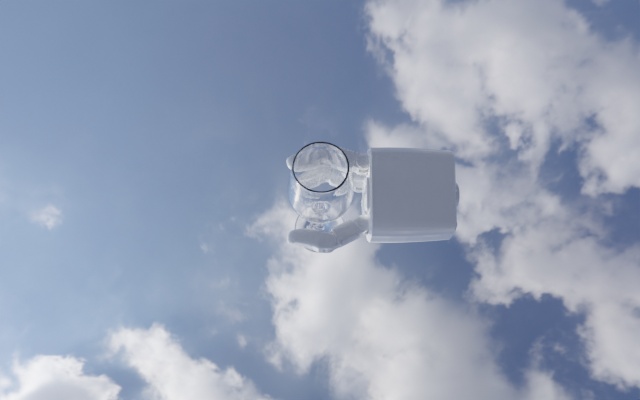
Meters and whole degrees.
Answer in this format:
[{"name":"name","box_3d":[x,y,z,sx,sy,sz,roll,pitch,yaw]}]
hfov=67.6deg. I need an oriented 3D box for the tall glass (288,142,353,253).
[{"name":"tall glass","box_3d":[0.000,0.002,0.601,0.079,0.079,0.201,0,-23,0]}]
